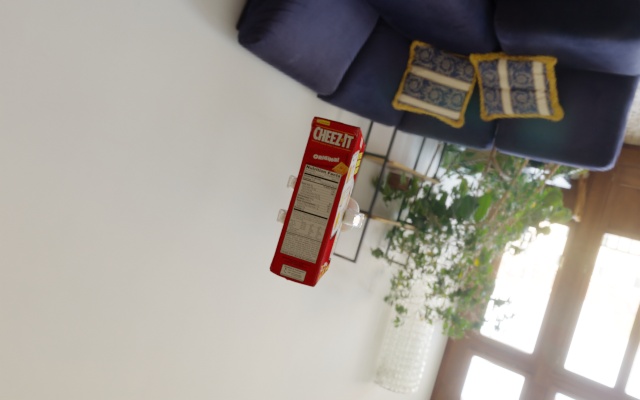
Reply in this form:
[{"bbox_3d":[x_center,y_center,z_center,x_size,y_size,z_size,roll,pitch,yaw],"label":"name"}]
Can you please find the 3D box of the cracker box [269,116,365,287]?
[{"bbox_3d":[0.000,0.002,0.683,0.072,0.213,0.164,16,1,7],"label":"cracker box"}]
